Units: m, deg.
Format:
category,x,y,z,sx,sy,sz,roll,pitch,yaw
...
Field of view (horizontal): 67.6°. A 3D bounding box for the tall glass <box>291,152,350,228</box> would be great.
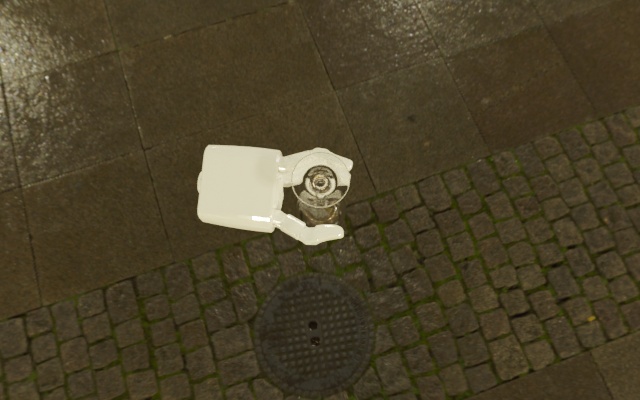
category,x,y,z,sx,sy,sz,roll,pitch,yaw
tall glass,0.000,0.002,0.695,0.079,0.079,0.201,0,-17,0
